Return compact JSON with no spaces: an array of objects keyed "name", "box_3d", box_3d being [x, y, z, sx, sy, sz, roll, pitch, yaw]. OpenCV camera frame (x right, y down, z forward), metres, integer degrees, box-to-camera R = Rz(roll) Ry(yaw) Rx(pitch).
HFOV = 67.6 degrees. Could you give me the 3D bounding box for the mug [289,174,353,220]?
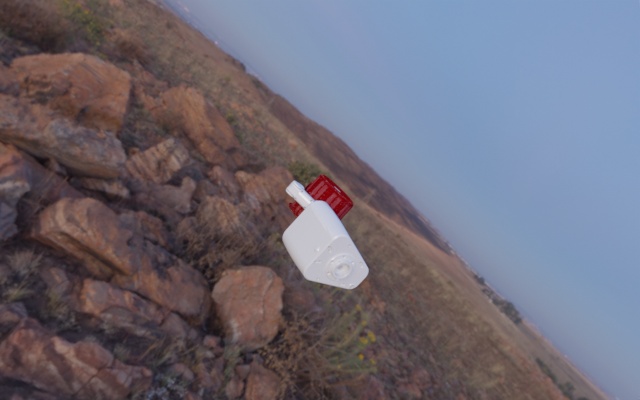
[{"name":"mug","box_3d":[0.000,0.002,0.861,0.093,0.081,0.117,38,10,-34]}]
